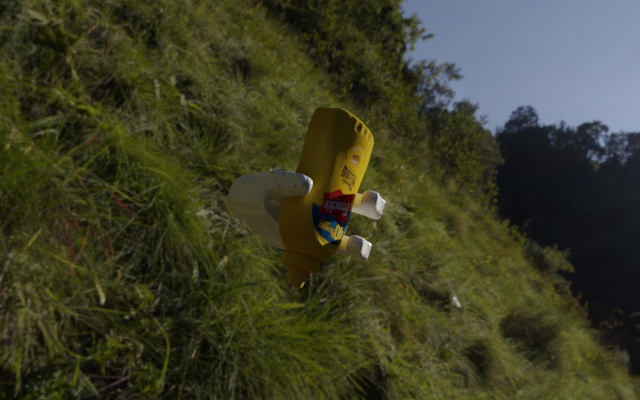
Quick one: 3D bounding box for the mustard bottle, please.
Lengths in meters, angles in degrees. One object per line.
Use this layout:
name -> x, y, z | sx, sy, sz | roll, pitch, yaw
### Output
mustard bottle -> 0.000, 0.002, 0.524 | 0.058, 0.191, 0.096 | 11, -14, 31
